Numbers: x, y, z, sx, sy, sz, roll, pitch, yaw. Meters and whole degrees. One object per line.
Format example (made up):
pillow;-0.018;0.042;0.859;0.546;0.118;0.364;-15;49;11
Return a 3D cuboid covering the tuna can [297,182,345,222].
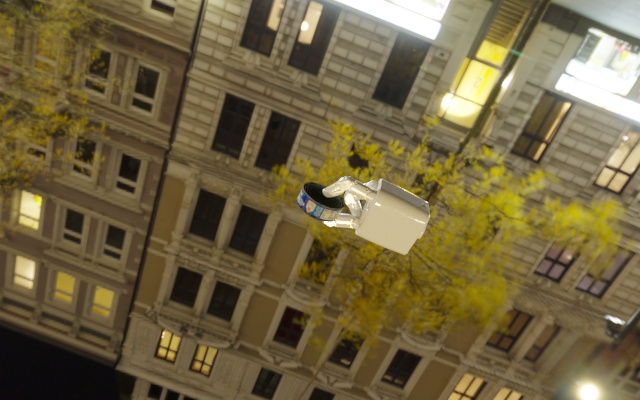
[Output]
tuna can;0.000;0.003;0.893;0.086;0.034;0.086;23;25;-11
